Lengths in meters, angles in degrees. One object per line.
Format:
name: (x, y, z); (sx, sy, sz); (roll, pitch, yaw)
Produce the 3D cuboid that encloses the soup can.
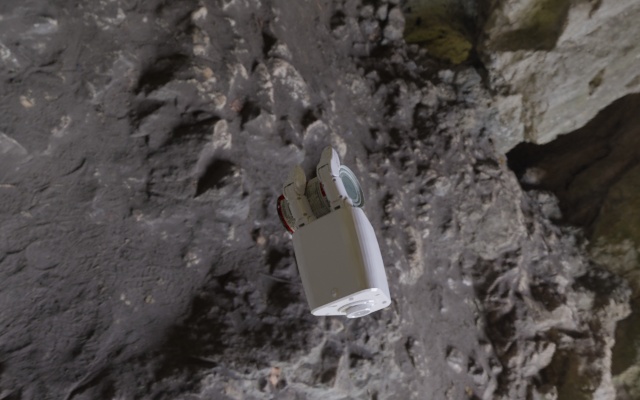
soup can: (0.000, 0.002, 0.651); (0.102, 0.068, 0.068); (-27, -12, 25)
